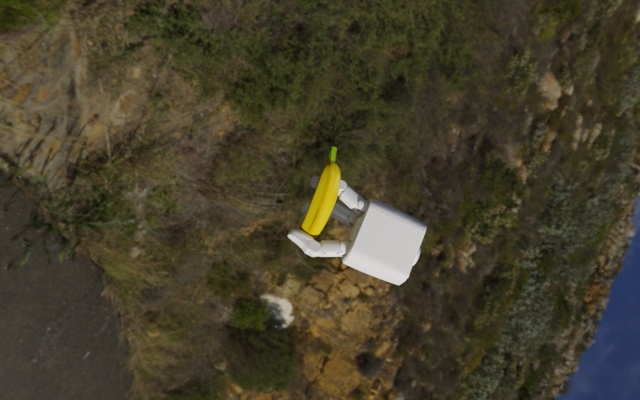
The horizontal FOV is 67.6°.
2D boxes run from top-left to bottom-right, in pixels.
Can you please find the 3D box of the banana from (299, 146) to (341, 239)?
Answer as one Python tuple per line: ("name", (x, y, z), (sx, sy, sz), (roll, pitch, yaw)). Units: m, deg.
("banana", (-0.002, 0.011, 0.767), (0.037, 0.198, 0.069), (19, 38, -4))
